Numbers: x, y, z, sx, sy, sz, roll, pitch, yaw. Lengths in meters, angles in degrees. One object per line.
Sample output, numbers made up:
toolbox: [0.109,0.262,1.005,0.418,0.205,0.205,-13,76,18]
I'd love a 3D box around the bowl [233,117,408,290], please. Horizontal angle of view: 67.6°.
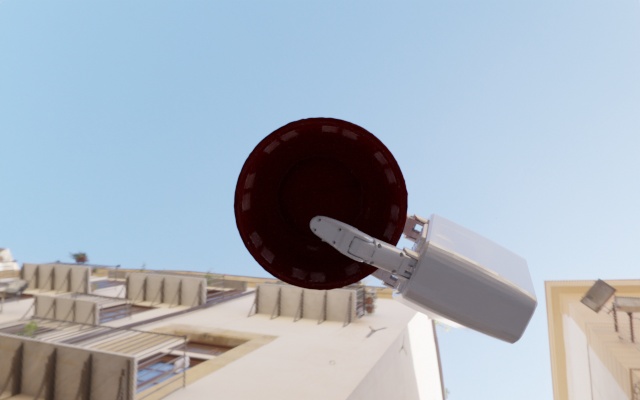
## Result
bowl: [-0.001,0.001,0.465,0.162,0.162,0.055,0,8,-1]
